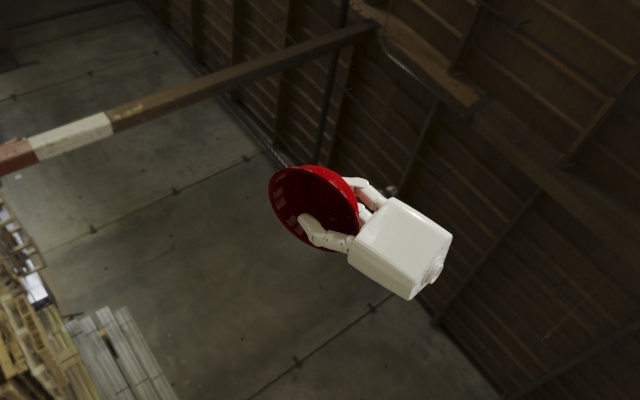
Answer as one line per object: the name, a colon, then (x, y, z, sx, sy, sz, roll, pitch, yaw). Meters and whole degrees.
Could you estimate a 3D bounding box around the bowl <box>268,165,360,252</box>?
bowl: (-0.001, 0.001, 0.737, 0.162, 0.162, 0.055, 0, 37, 39)
